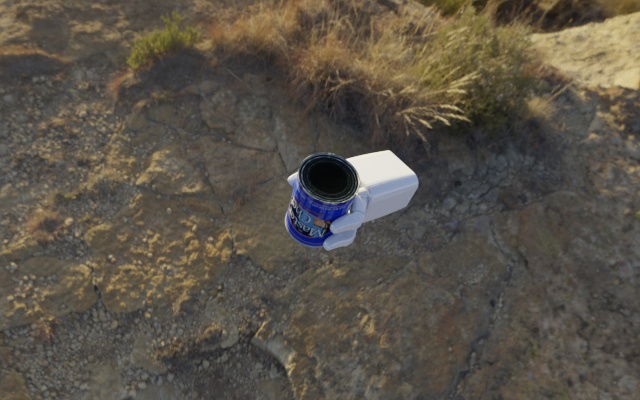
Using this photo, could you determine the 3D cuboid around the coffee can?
[{"bbox_3d":[0.000,0.003,0.813,0.103,0.102,0.140,0,-34,-14],"label":"coffee can"}]
